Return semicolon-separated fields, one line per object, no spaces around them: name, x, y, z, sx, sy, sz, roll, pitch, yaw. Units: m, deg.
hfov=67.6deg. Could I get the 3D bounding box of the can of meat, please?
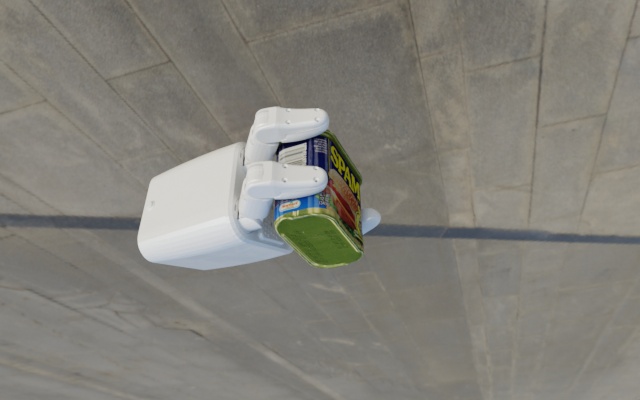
can of meat;0.000;0.002;0.416;0.057;0.084;0.102;-14;-35;20
